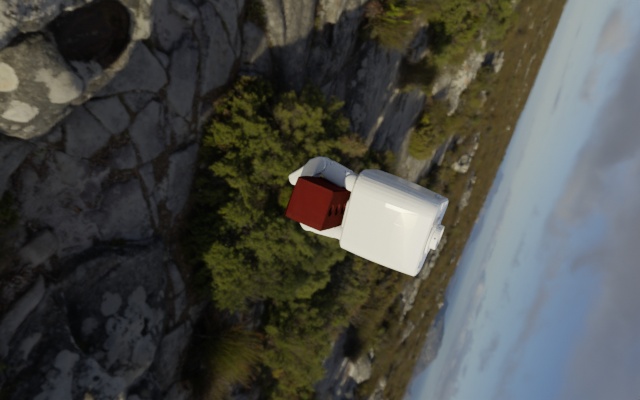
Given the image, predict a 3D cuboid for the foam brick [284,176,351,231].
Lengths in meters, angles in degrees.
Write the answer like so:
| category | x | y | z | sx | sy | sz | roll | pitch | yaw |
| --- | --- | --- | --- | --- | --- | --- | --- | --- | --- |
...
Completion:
| category | x | y | z | sx | sy | sz | roll | pitch | yaw |
| --- | --- | --- | --- | --- | --- | --- | --- | --- | --- |
| foam brick | 0.000 | 0.002 | 0.600 | 0.051 | 0.053 | 0.078 | 24 | 12 | 19 |
